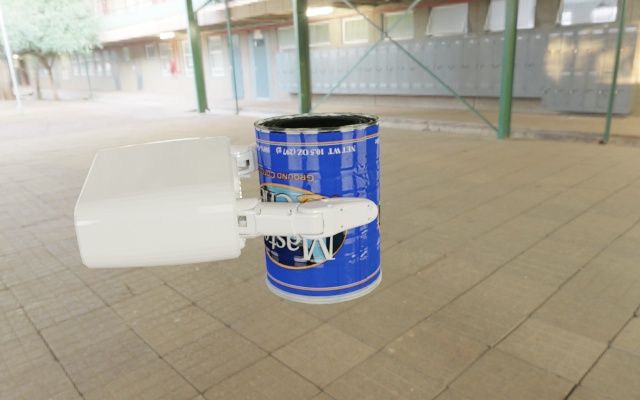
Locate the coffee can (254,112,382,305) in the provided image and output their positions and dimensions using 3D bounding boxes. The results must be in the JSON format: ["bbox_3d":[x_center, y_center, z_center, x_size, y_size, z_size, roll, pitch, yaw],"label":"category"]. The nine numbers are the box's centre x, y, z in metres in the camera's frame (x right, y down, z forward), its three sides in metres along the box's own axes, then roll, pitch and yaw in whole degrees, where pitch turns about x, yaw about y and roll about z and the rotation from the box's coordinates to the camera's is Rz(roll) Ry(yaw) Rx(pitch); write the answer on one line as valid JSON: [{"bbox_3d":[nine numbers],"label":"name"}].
[{"bbox_3d":[0.000,0.001,0.406,0.103,0.140,0.102,-2,17,1],"label":"coffee can"}]
